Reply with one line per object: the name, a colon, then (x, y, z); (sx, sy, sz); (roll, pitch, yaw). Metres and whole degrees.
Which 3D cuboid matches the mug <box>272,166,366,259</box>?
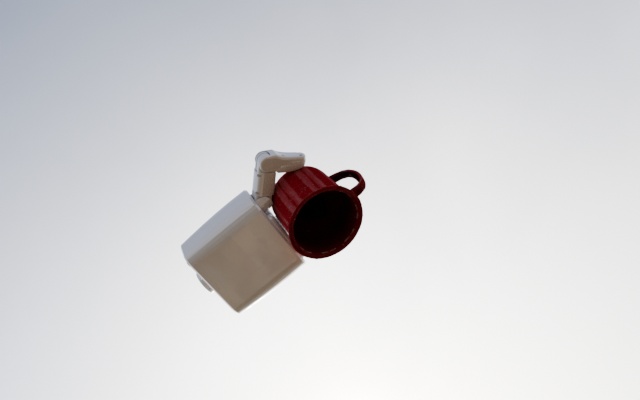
mug: (0.001, 0.001, 0.569); (0.117, 0.093, 0.081); (-38, 36, -5)
